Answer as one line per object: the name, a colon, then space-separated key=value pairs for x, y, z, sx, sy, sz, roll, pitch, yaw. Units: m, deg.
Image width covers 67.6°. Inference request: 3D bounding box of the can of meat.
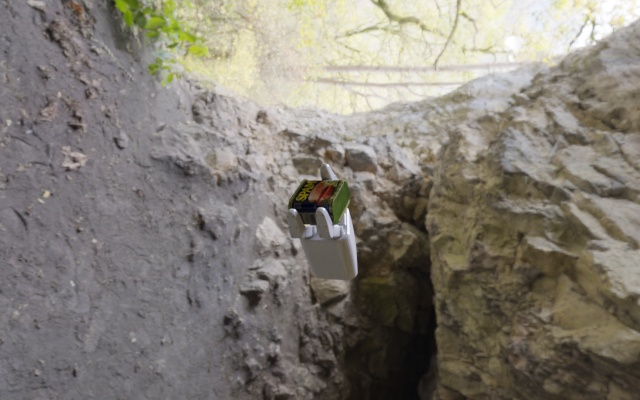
can of meat: x=0.000 y=0.003 z=0.872 sx=0.084 sy=0.057 sz=0.102 roll=0 pitch=33 yaw=23
